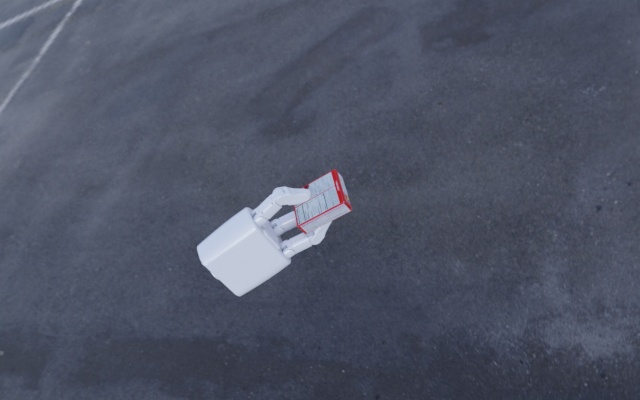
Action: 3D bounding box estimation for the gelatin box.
[{"bbox_3d":[0.000,0.002,0.762,0.089,0.073,0.030,-29,-43,17],"label":"gelatin box"}]
